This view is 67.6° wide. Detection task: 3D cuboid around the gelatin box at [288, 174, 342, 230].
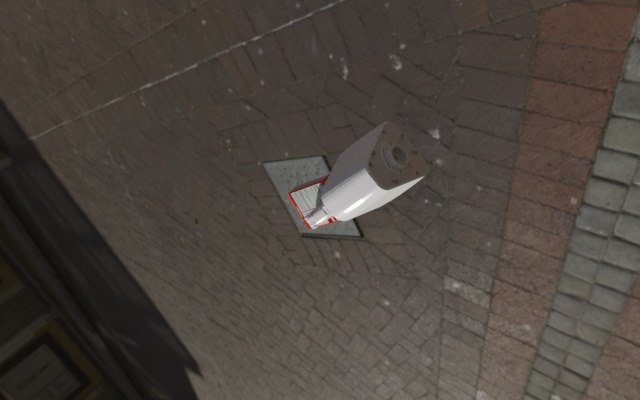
[{"bbox_3d":[0.000,0.003,0.771,0.089,0.073,0.030,-19,18,44],"label":"gelatin box"}]
